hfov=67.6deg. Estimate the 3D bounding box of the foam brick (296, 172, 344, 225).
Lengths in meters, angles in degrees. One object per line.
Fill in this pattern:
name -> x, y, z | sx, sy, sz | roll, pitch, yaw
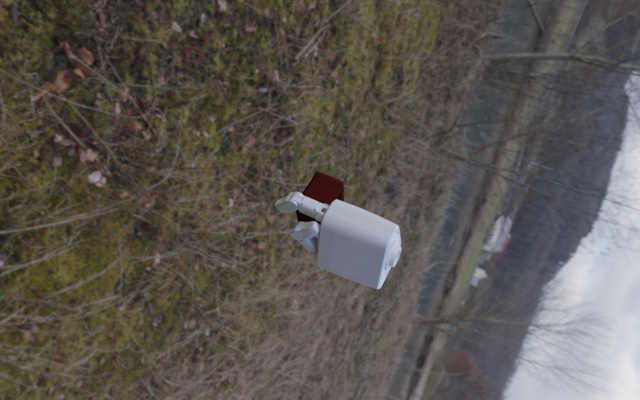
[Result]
foam brick -> 0.000, 0.002, 0.784 | 0.051, 0.078, 0.053 | 20, -33, 20
